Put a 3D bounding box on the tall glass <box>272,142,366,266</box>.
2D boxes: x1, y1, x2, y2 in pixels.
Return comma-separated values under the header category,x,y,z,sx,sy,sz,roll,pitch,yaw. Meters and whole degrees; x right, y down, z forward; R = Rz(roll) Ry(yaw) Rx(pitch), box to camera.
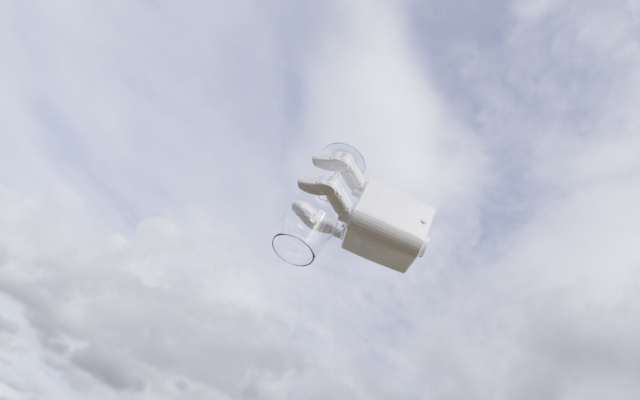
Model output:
category,x,y,z,sx,sy,sz,roll,pitch,yaw
tall glass,0.000,0.002,0.698,0.079,0.079,0.201,0,40,30
